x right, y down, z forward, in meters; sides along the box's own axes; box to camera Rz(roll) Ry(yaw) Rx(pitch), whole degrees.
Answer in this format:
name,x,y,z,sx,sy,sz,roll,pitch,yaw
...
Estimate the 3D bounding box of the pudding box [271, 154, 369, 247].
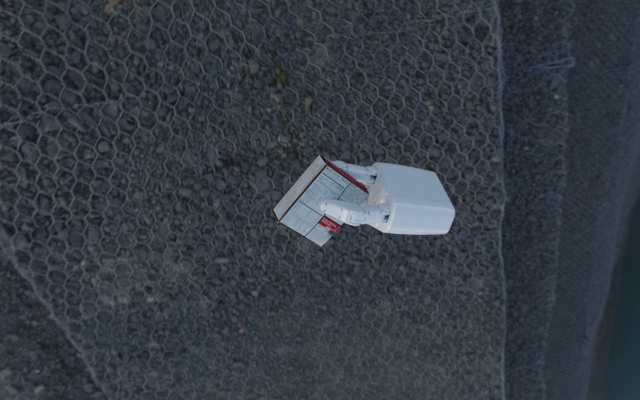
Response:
name,x,y,z,sx,sy,sz,roll,pitch,yaw
pudding box,0.000,0.002,0.687,0.090,0.113,0.039,34,12,-31
